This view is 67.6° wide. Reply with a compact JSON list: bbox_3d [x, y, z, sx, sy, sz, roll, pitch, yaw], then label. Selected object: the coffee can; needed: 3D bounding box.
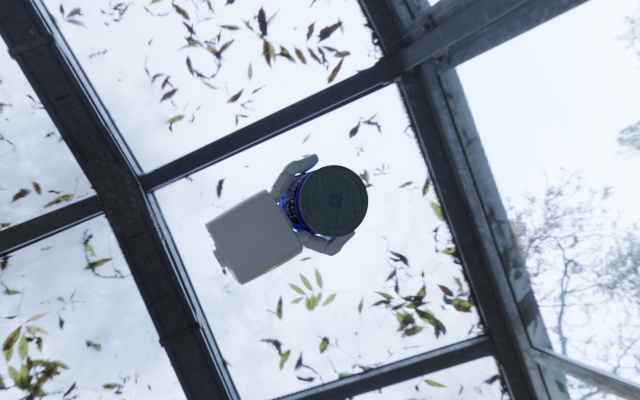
[{"bbox_3d":[0.000,0.002,0.736,0.103,0.103,0.140,0,-2,-18],"label":"coffee can"}]
